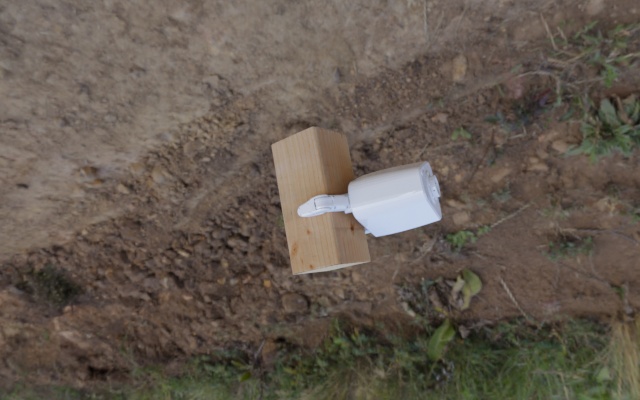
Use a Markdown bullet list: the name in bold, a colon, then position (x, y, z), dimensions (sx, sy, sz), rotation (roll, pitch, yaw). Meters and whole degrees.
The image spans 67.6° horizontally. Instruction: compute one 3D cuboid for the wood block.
- **wood block**: position (0.000, 0.002, 0.739), dimensions (0.090, 0.206, 0.091), rotation (-18, -13, 34)
